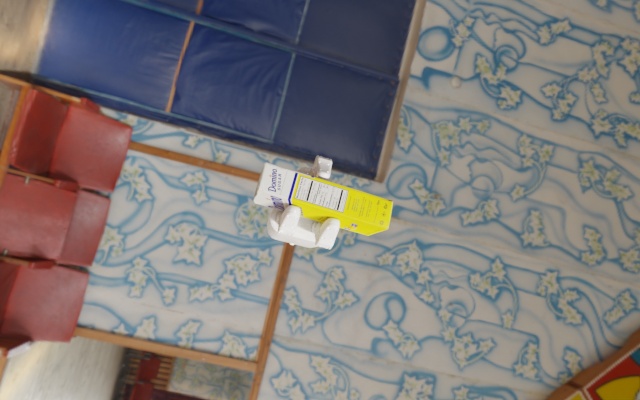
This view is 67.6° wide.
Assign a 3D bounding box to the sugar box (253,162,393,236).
[{"bbox_3d":[0.000,0.003,0.646,0.176,0.048,0.093,14,-13,-8],"label":"sugar box"}]
